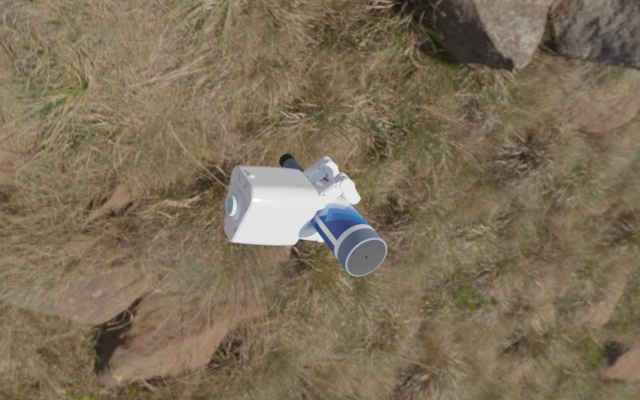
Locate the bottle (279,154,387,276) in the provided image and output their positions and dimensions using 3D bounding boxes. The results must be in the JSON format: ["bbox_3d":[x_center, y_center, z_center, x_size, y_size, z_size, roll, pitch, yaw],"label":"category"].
[{"bbox_3d":[0.000,0.003,0.766,0.069,0.069,0.295,0,31,-30],"label":"bottle"}]
